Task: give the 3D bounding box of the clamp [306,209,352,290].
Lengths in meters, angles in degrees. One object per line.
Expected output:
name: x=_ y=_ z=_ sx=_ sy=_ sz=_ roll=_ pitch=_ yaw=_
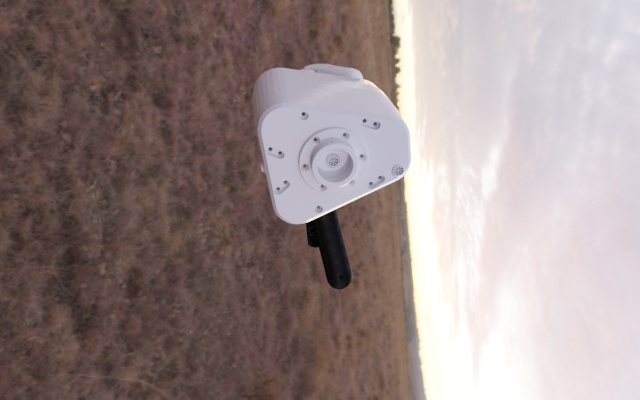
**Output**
clamp: x=0.001 y=0.001 z=0.481 sx=0.039 sy=0.172 sz=0.120 roll=-17 pitch=29 yaw=-13
